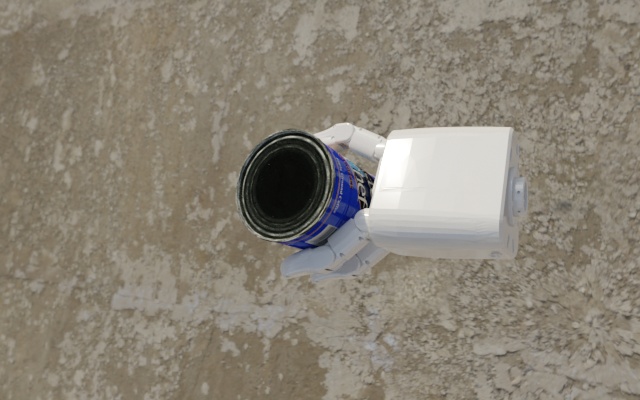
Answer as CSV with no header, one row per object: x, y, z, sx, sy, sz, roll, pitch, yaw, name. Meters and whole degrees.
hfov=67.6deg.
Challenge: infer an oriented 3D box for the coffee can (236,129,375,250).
0.000,0.002,0.474,0.103,0.102,0.140,0,-13,30,coffee can
